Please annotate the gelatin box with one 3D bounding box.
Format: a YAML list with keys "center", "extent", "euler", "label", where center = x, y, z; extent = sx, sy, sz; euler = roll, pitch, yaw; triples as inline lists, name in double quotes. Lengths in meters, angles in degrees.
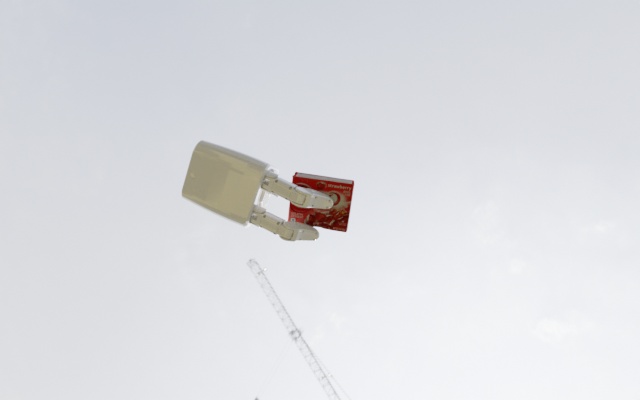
- center: [0.000, 0.002, 0.689]
  extent: [0.089, 0.073, 0.030]
  euler: [9, 17, 3]
  label: "gelatin box"
